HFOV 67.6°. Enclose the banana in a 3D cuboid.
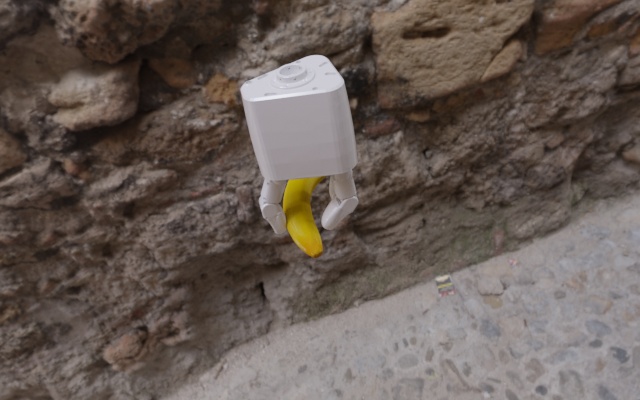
[{"bbox_3d":[-0.018,-0.001,0.653,0.069,0.037,0.197,2,41,11],"label":"banana"}]
